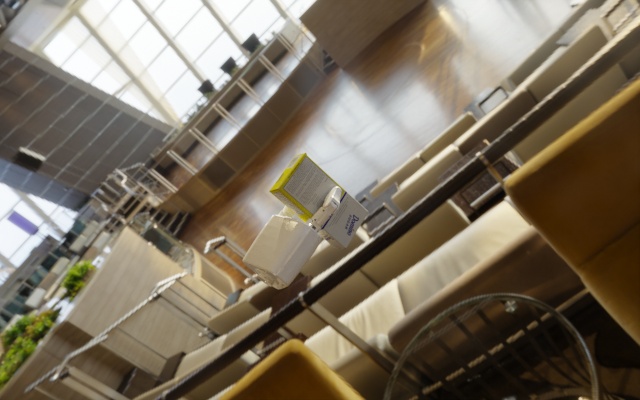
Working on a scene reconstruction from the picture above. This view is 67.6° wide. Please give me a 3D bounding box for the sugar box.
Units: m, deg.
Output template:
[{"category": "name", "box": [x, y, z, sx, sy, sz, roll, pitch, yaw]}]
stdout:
[{"category": "sugar box", "box": [0.000, 0.003, 0.894, 0.176, 0.093, 0.048, 44, -24, -21]}]
